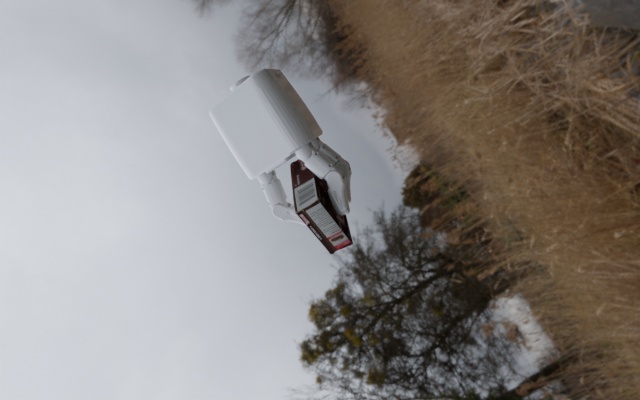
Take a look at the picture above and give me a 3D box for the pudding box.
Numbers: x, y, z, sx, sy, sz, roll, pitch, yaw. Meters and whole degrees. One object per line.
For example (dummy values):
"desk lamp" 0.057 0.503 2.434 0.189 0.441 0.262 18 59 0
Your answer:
"pudding box" 0.000 0.002 0.636 0.039 0.090 0.113 -28 36 16
